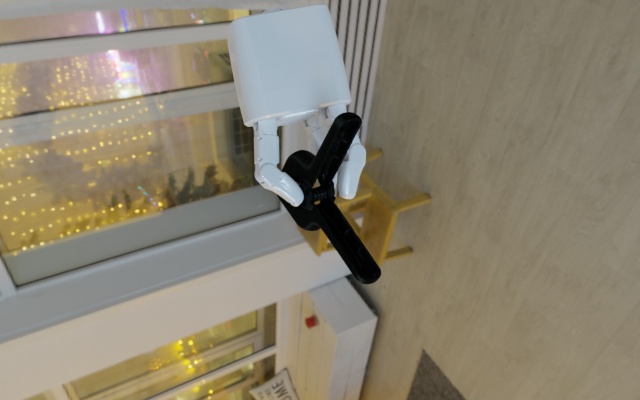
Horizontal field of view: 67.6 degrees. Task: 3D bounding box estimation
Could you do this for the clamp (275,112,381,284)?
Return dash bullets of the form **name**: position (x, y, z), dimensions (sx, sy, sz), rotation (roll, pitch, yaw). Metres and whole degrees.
- **clamp**: position (-0.001, 0.002, 0.526), dimensions (0.036, 0.164, 0.210), rotation (-12, 4, -25)
